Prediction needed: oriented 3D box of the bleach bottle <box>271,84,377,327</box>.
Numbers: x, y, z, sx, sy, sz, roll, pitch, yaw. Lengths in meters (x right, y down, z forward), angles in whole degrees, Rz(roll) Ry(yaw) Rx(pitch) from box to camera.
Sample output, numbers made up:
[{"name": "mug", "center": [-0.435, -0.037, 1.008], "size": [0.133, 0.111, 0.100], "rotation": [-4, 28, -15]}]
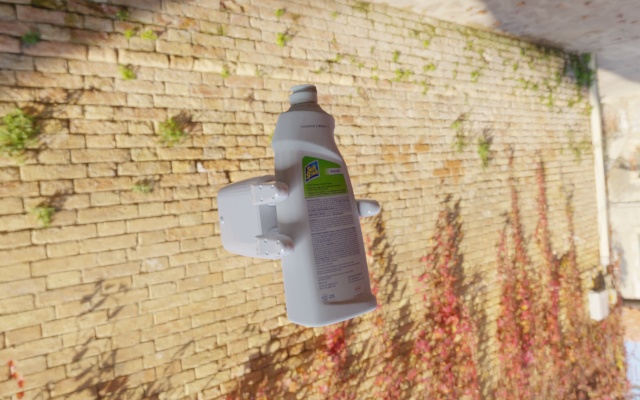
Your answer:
[{"name": "bleach bottle", "center": [0.000, 0.002, 0.523], "size": [0.102, 0.251, 0.068], "rotation": [-7, 1, -39]}]
